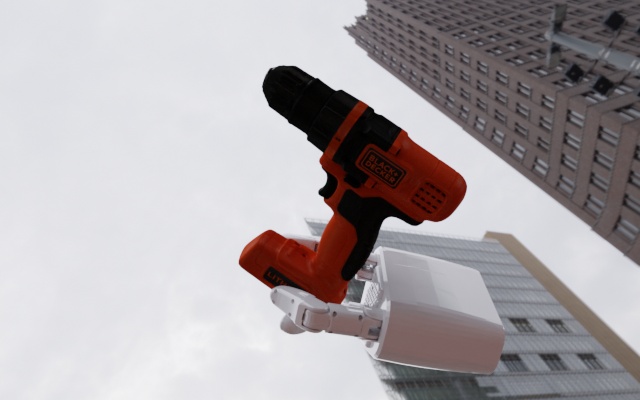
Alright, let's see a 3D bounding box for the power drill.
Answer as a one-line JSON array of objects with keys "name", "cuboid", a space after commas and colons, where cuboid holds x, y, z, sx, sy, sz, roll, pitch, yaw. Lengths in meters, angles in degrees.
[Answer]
[{"name": "power drill", "cuboid": [0.000, 0.002, 0.413, 0.184, 0.188, 0.057, 35, 31, 3]}]
